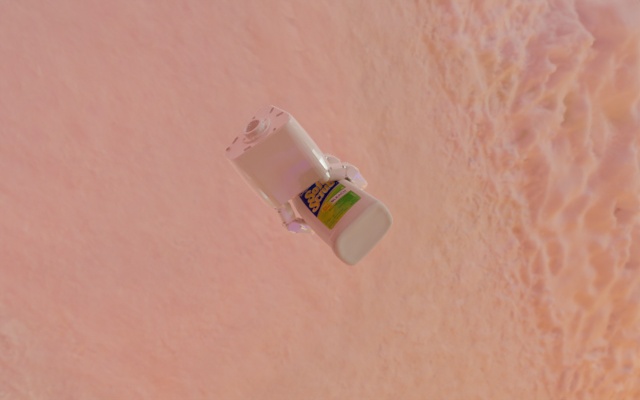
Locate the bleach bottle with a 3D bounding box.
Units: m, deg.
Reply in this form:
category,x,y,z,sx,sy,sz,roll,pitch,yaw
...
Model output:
category,x,y,z,sx,sy,sz,roll,pitch,yaw
bleach bottle,0.000,0.002,0.760,0.250,0.102,0.068,34,-14,52
